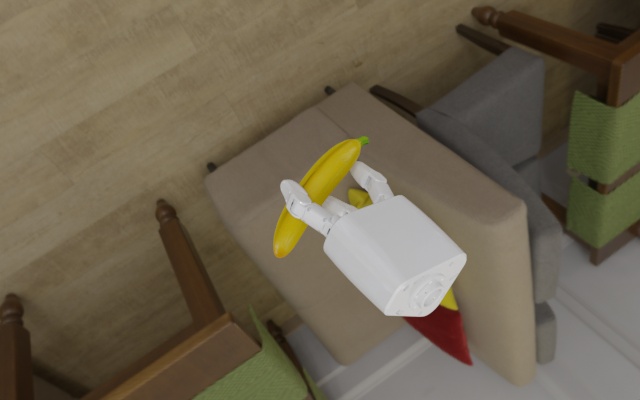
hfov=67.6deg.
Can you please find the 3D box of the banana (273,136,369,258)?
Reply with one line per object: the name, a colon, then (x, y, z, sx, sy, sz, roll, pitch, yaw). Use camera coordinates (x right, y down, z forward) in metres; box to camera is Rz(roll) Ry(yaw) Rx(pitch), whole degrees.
banana: (-0.006, -0.005, 0.600, 0.037, 0.198, 0.070, 42, 8, 28)
